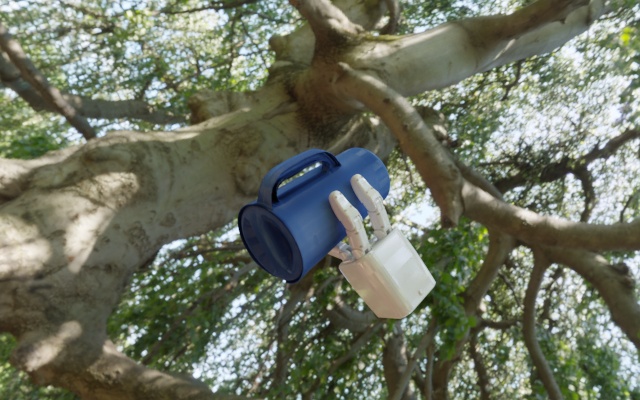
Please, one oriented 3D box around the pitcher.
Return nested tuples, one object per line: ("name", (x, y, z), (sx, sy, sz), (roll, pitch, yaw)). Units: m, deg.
("pitcher", (0.000, 0.003, 0.740), (0.242, 0.145, 0.149), (-36, -3, -37))
